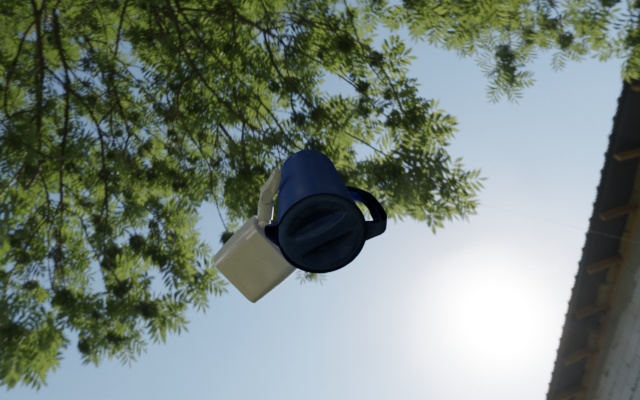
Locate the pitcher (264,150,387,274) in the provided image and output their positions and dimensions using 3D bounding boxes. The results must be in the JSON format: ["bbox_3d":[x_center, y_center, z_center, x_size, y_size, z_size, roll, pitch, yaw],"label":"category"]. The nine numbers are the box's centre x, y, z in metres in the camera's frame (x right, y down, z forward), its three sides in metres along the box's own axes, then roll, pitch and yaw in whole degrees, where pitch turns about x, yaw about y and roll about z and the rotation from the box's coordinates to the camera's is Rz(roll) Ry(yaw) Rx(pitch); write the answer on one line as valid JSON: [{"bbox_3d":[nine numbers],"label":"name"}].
[{"bbox_3d":[0.000,0.003,0.794,0.149,0.145,0.242,40,14,-22],"label":"pitcher"}]
